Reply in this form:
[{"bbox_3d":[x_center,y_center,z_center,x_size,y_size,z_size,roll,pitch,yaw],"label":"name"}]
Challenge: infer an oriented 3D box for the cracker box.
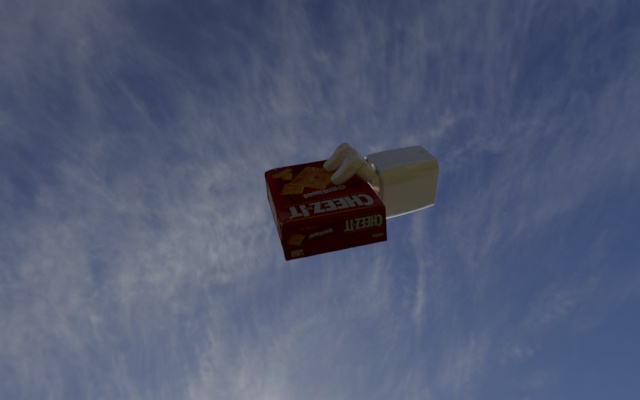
[{"bbox_3d":[0.000,0.003,0.808,0.164,0.072,0.213,-11,28,-9],"label":"cracker box"}]
